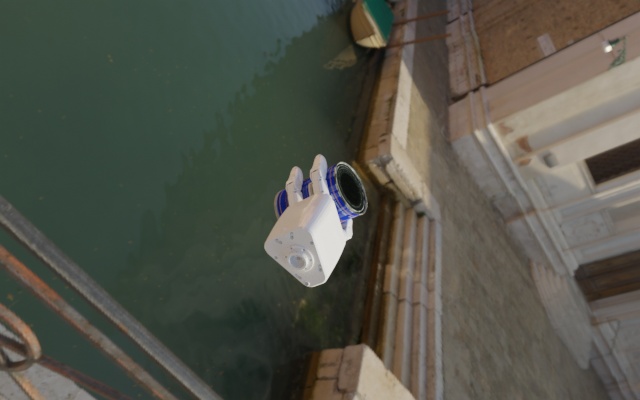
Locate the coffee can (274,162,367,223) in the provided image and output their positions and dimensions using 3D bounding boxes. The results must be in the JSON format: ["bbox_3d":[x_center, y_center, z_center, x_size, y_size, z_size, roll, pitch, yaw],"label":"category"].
[{"bbox_3d":[0.000,0.003,0.883,0.140,0.102,0.103,-25,-12,29],"label":"coffee can"}]
